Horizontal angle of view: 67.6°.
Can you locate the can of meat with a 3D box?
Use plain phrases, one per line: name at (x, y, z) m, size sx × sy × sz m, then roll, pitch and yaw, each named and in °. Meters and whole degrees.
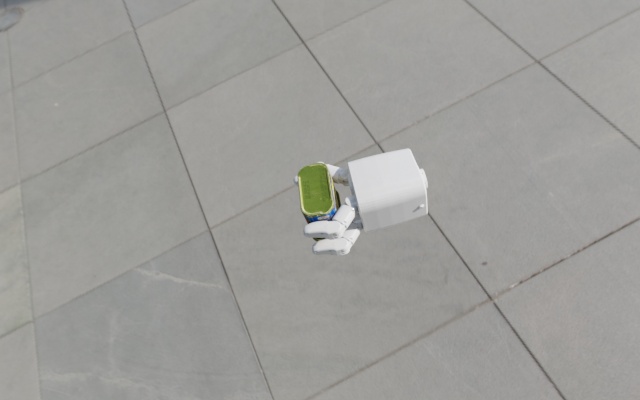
can of meat at (0.000, 0.002, 0.764) m, size 0.057 × 0.102 × 0.084 m, roll -13°, pitch -33°, yaw 6°
